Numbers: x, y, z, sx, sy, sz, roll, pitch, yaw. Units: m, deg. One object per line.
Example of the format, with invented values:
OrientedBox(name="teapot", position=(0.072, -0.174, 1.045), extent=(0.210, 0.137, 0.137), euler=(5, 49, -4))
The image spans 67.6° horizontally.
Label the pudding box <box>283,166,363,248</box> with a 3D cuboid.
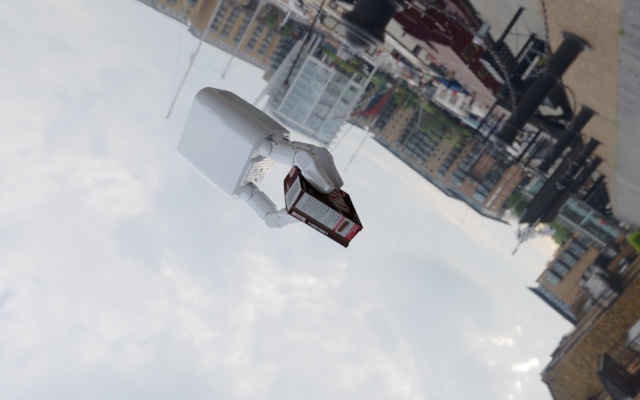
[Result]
OrientedBox(name="pudding box", position=(0.000, 0.002, 0.598), extent=(0.090, 0.039, 0.113), euler=(31, 18, -17))
